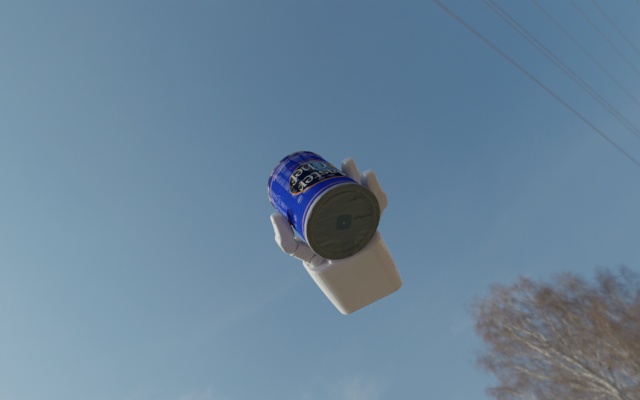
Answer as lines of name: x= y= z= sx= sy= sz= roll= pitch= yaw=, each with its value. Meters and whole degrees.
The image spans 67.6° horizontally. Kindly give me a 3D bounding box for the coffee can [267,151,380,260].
coffee can: x=0.000 y=0.002 z=0.641 sx=0.103 sy=0.103 sz=0.140 roll=0 pitch=22 yaw=-27
